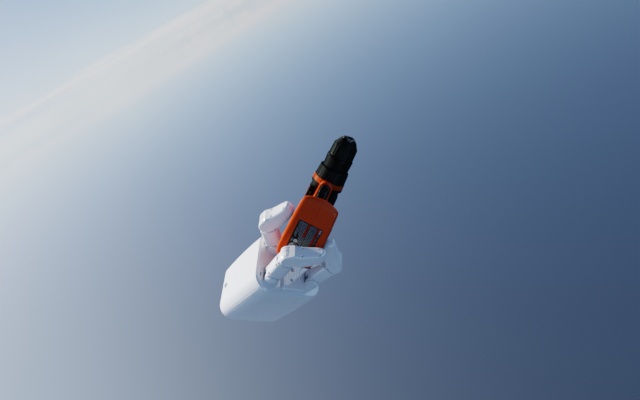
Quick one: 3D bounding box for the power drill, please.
[{"bbox_3d":[0.000,0.003,0.708,0.057,0.184,0.187,25,21,0],"label":"power drill"}]
